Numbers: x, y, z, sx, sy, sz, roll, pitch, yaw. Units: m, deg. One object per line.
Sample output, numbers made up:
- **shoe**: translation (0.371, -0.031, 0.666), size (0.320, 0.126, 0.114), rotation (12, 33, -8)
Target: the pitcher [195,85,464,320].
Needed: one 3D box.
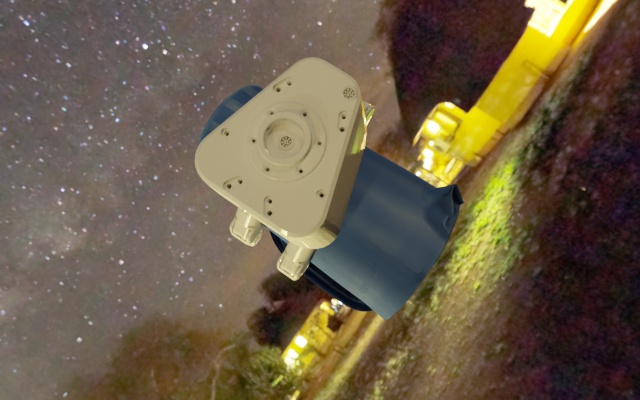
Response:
- **pitcher**: translation (0.000, 0.001, 0.470), size (0.243, 0.149, 0.145), rotation (34, -3, 8)
